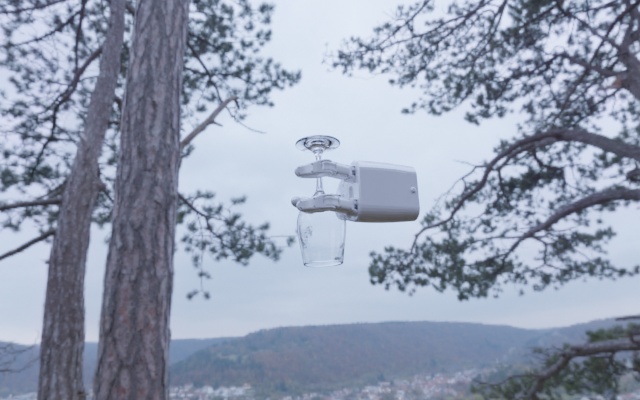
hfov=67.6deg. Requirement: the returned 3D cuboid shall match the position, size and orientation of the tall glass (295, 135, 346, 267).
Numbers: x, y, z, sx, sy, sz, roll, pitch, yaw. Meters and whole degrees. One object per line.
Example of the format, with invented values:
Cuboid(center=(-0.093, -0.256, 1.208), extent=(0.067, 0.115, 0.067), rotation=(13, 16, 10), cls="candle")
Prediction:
Cuboid(center=(0.000, 0.002, 0.762), extent=(0.079, 0.201, 0.079), rotation=(-2, -15, -1), cls="tall glass")
